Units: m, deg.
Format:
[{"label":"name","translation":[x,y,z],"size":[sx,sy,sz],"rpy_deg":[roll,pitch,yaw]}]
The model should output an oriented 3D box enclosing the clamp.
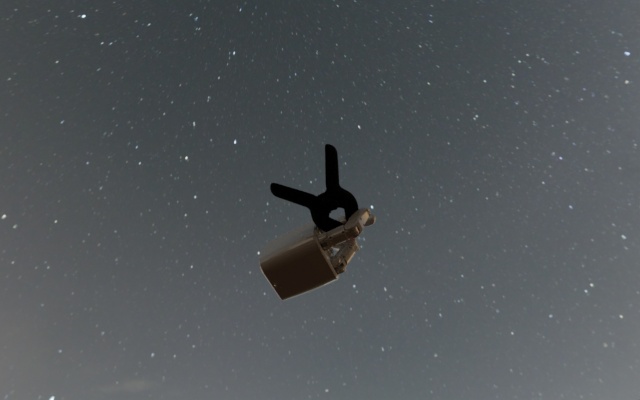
[{"label":"clamp","translation":[0.000,0.002,0.778],"size":[0.120,0.171,0.039],"rpy_deg":[-25,29,7]}]
